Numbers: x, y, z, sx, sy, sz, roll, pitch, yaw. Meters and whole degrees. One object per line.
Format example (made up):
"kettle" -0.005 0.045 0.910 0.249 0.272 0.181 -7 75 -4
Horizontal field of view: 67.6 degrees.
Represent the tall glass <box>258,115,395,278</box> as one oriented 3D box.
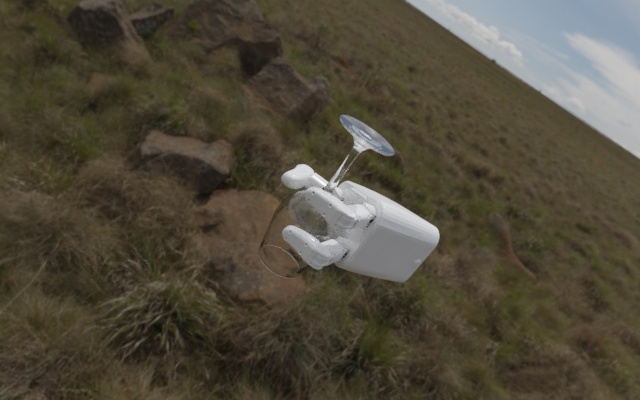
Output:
"tall glass" 0.000 0.001 0.569 0.079 0.201 0.079 29 23 -14
